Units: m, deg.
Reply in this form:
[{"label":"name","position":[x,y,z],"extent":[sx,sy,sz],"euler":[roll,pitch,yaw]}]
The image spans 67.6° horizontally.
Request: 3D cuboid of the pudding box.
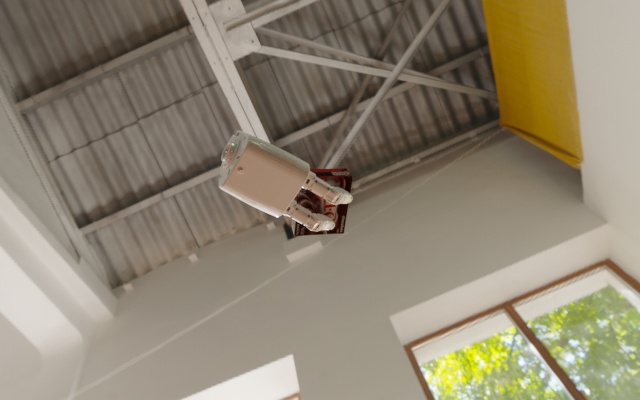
[{"label":"pudding box","position":[0.000,0.003,0.797],"extent":[0.090,0.114,0.039],"euler":[-2,31,-16]}]
